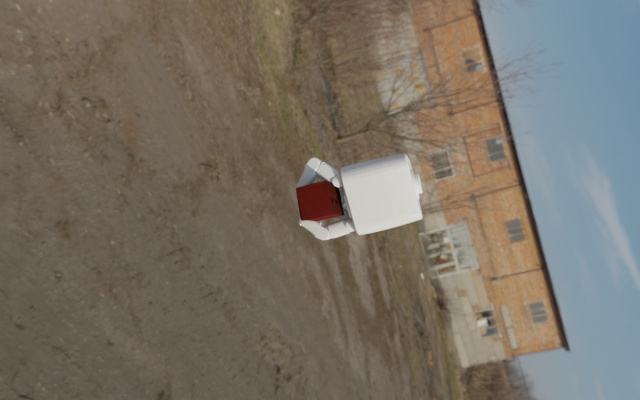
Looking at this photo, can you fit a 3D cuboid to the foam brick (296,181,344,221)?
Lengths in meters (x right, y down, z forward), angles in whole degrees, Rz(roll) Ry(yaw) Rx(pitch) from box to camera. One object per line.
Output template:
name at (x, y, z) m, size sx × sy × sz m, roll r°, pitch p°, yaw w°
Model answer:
foam brick at (0.000, 0.003, 0.749) m, size 0.051 × 0.053 × 0.078 m, roll -13°, pitch -6°, yaw 14°
